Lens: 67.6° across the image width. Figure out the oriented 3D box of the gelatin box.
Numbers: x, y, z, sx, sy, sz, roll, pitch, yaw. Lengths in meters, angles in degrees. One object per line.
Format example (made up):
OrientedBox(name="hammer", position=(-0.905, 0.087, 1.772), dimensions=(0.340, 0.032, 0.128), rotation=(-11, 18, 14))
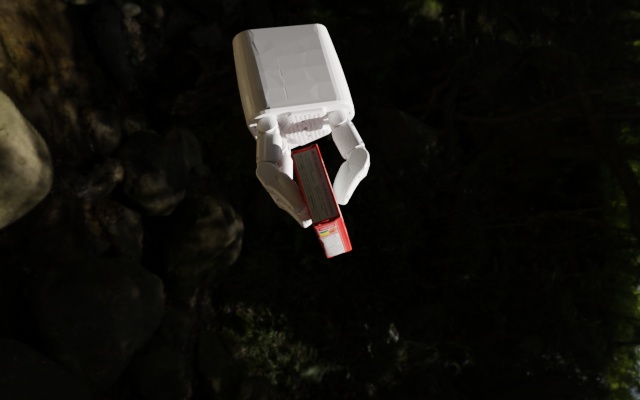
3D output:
OrientedBox(name="gelatin box", position=(0.001, 0.002, 0.470), dimensions=(0.030, 0.089, 0.073), rotation=(-19, -32, 0))
